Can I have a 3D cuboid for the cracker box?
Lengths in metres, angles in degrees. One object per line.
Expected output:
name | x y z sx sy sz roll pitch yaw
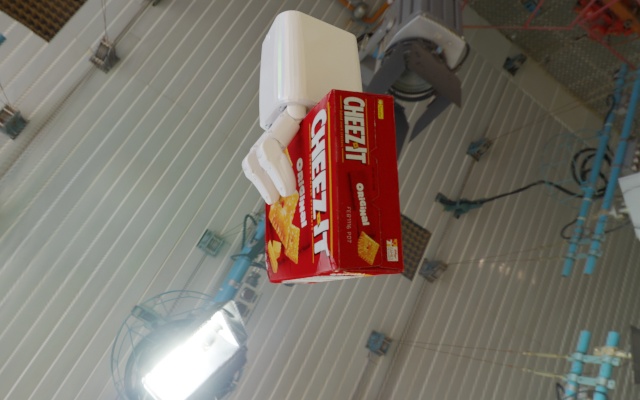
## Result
cracker box | 0.000 0.002 0.506 0.072 0.164 0.214 2 -12 -21
